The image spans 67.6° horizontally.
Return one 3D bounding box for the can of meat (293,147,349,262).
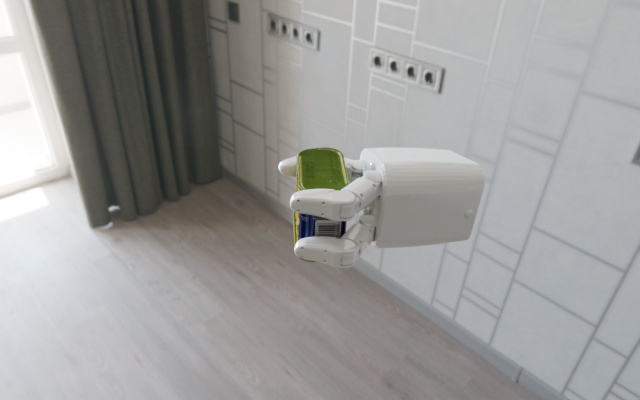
[{"bbox_3d":[0.000,0.001,0.513,0.057,0.084,0.102,0,34,-5],"label":"can of meat"}]
